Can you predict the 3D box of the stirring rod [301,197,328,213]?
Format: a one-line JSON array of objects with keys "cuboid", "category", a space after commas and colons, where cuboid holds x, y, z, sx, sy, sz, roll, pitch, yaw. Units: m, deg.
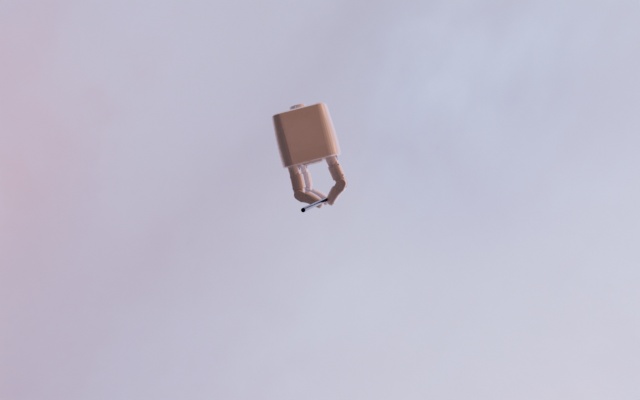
[{"cuboid": [0.000, 0.003, 0.892, 0.011, 0.011, 0.239, 0, 6, 14], "category": "stirring rod"}]
